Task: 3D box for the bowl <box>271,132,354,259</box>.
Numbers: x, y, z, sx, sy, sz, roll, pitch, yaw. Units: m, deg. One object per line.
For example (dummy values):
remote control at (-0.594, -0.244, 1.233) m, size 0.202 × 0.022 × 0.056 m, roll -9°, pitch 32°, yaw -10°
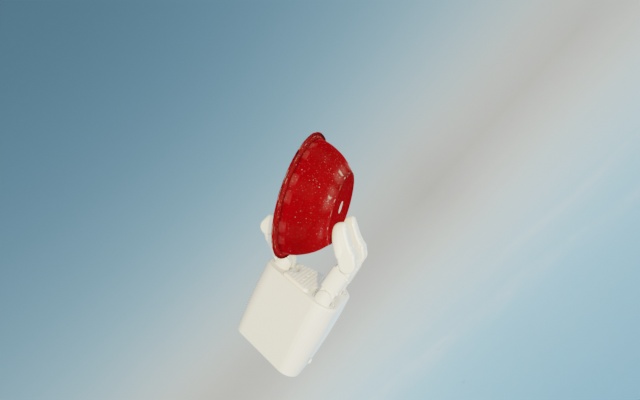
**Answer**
bowl at (0.001, 0.001, 0.576) m, size 0.055 × 0.162 × 0.162 m, roll 17°, pitch 4°, yaw 14°
